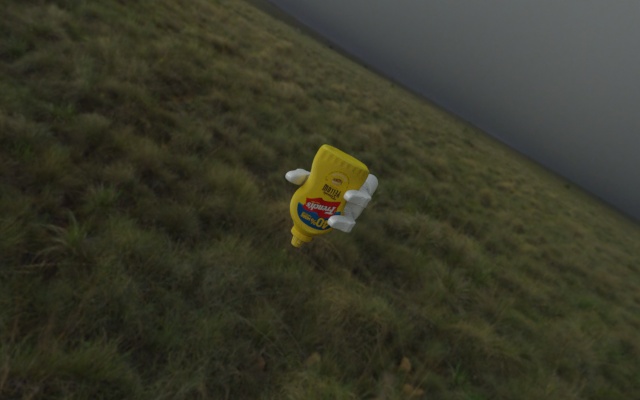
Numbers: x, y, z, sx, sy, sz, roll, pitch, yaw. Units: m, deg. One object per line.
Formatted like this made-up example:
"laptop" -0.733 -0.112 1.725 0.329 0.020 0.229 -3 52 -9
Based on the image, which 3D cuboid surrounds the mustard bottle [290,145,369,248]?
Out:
"mustard bottle" 0.000 0.003 0.857 0.096 0.192 0.058 26 17 -16
